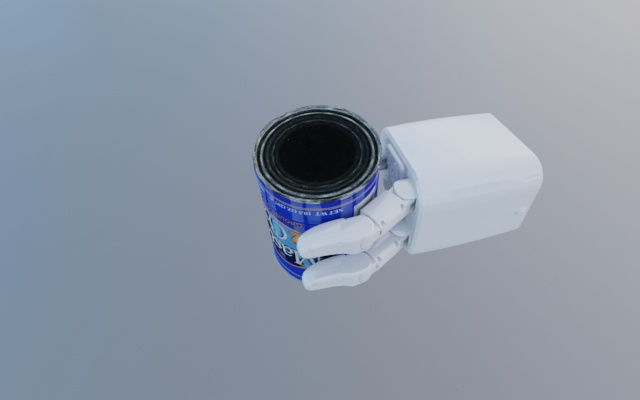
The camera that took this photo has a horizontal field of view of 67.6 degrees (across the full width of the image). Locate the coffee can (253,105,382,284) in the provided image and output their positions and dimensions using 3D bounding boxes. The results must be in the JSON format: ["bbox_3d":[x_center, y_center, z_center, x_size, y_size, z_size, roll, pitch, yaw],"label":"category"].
[{"bbox_3d":[0.000,0.001,0.431,0.103,0.102,0.140,0,-36,3],"label":"coffee can"}]
